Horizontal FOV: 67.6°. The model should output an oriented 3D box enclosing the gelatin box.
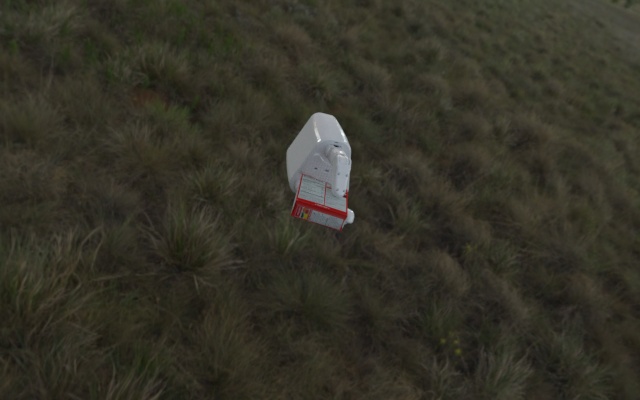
[{"bbox_3d":[0.000,0.002,0.676,0.073,0.030,0.089,18,26,-6],"label":"gelatin box"}]
